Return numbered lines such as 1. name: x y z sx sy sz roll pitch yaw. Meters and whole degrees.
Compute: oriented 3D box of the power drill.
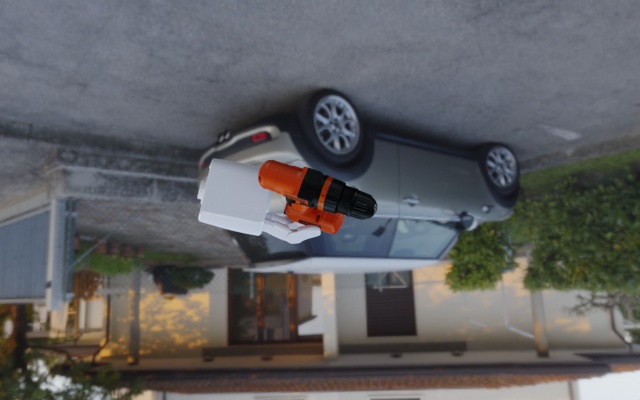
1. power drill: 0.000 0.003 0.774 0.184 0.057 0.188 21 -15 9
